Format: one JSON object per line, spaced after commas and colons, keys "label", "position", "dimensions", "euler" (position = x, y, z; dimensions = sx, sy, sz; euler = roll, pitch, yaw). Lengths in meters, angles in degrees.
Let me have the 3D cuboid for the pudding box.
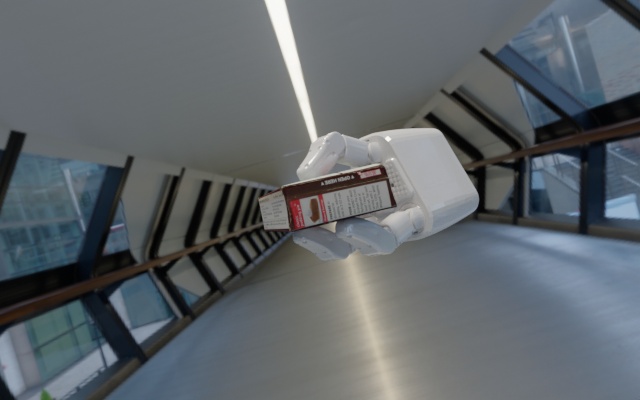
{"label": "pudding box", "position": [0.000, 0.001, 0.413], "dimensions": [0.090, 0.039, 0.113], "euler": [-14, -2, -16]}
